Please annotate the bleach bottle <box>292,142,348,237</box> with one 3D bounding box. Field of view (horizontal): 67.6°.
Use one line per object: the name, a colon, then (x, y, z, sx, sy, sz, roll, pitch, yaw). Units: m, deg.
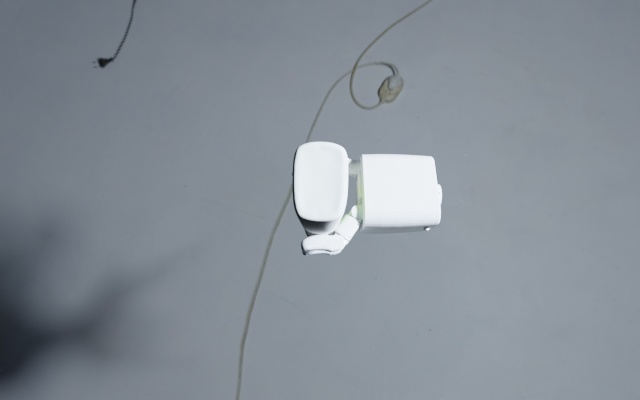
bleach bottle: (0.000, 0.002, 0.691, 0.068, 0.102, 0.251, 2, -11, 1)
